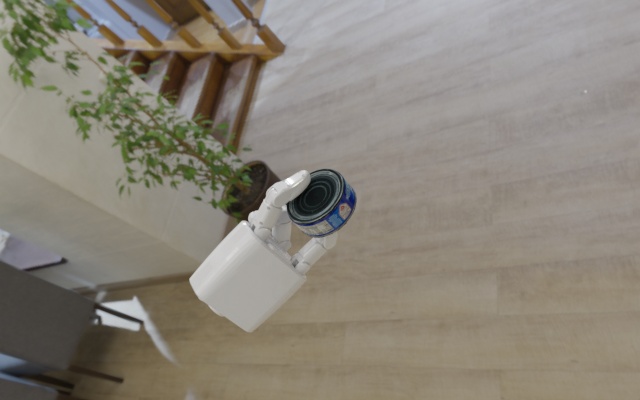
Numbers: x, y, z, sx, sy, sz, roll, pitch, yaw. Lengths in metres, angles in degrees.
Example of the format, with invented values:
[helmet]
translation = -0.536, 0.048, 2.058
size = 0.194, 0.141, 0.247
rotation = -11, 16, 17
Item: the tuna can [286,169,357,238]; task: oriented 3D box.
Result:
[tuna can]
translation = 0.000, 0.002, 0.602
size = 0.086, 0.086, 0.034
rotation = 0, -34, 37
